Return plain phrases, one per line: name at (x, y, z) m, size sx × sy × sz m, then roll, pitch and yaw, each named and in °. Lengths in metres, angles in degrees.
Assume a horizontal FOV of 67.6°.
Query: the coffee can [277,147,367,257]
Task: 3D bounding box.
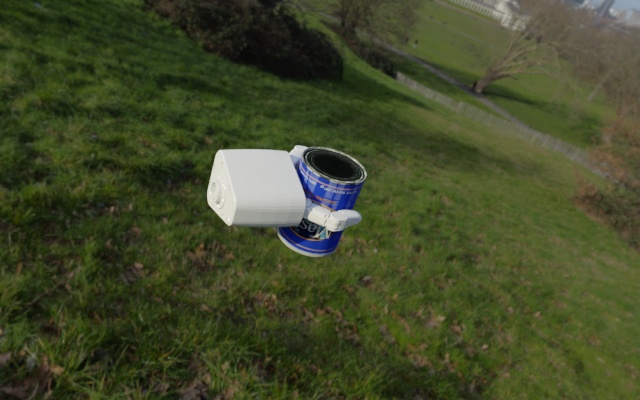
coffee can at (0.000, 0.003, 0.743) m, size 0.103 × 0.140 × 0.102 m, roll 15°, pitch 31°, yaw -9°
